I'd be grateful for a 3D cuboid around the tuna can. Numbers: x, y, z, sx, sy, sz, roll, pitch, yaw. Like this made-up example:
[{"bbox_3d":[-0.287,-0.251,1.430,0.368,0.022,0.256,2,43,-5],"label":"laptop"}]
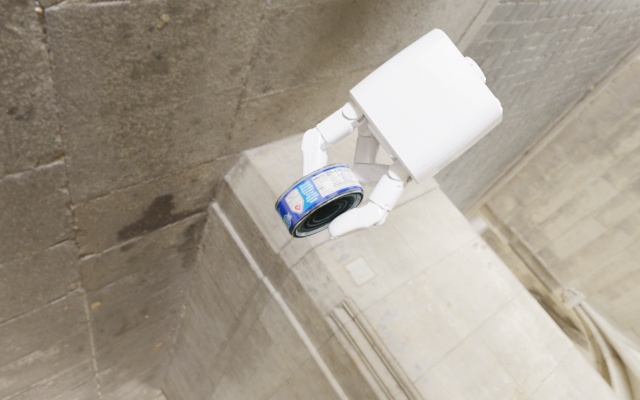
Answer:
[{"bbox_3d":[0.000,0.002,0.474,0.086,0.033,0.086,-28,-18,-10],"label":"tuna can"}]
